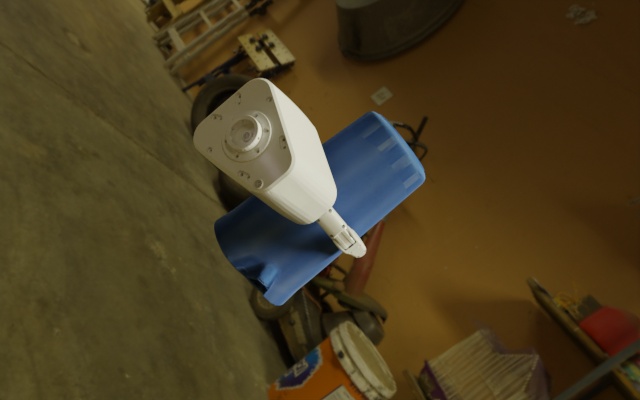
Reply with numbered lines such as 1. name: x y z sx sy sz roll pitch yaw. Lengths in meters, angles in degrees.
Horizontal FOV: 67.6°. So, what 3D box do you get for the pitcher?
1. pitcher: 0.000 0.002 0.592 0.243 0.149 0.145 -38 -27 6
